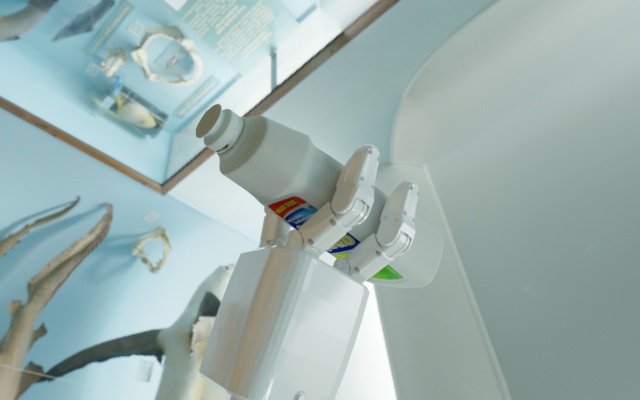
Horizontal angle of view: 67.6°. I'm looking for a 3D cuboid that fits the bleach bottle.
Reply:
[{"bbox_3d":[0.000,0.001,0.409,0.102,0.068,0.251,-1,-27,48],"label":"bleach bottle"}]
